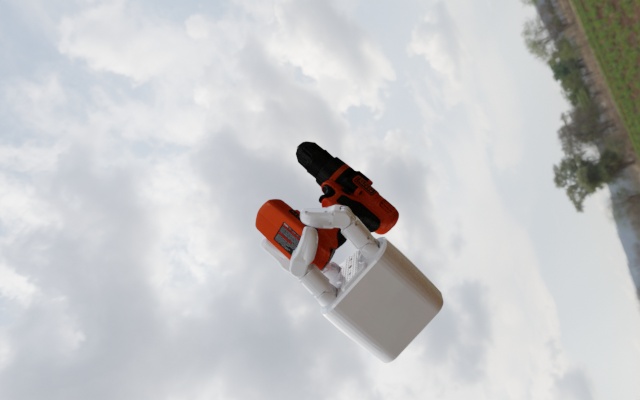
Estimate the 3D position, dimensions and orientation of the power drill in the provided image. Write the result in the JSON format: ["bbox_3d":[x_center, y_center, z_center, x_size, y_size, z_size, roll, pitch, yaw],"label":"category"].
[{"bbox_3d":[0.000,0.002,0.642,0.184,0.057,0.187,40,40,13],"label":"power drill"}]
